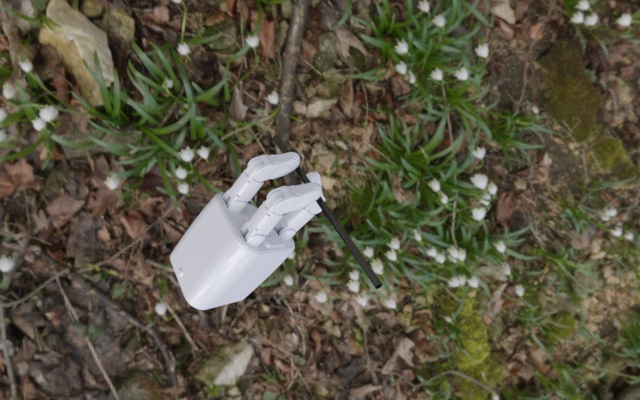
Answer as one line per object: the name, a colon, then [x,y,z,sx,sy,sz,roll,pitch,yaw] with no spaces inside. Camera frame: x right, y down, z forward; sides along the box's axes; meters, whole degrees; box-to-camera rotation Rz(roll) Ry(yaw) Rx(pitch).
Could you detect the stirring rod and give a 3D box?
stirring rod: [0.000,0.002,0.526,0.011,0.011,0.239,0,42,-39]
